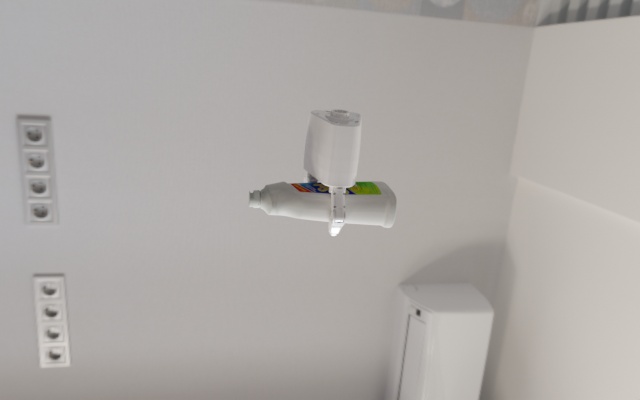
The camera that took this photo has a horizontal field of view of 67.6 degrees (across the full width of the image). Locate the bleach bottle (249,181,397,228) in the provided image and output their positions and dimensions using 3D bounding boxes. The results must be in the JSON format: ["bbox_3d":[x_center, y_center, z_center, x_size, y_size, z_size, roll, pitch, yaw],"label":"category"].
[{"bbox_3d":[0.000,0.003,0.847,0.251,0.068,0.102,1,23,-12],"label":"bleach bottle"}]
